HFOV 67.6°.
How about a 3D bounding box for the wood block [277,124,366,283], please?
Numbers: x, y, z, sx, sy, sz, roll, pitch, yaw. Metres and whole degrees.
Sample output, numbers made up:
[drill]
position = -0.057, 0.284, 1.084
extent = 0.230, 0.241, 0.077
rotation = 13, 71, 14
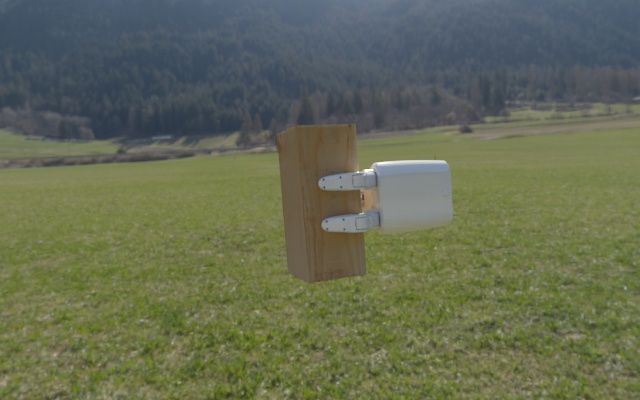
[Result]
[wood block]
position = 0.000, 0.002, 0.675
extent = 0.090, 0.206, 0.091
rotation = -5, 3, -21
